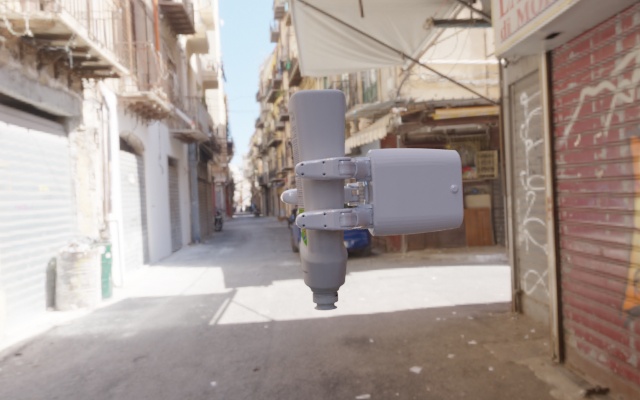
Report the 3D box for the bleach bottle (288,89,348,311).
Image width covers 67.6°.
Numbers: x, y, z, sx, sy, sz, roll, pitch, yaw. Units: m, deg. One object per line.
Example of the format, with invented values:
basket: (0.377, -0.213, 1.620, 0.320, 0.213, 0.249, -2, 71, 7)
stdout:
bleach bottle: (0.000, 0.002, 0.572, 0.068, 0.251, 0.102, -2, 0, -5)
